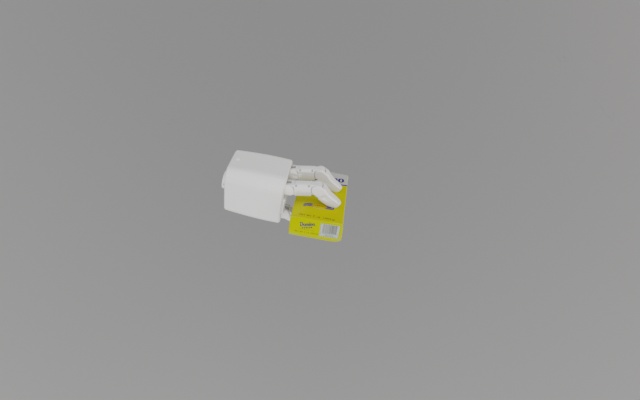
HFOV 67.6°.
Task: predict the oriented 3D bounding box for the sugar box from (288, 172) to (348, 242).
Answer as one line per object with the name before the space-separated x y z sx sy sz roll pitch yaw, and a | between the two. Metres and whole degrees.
sugar box | 0.000 0.002 0.884 0.093 0.048 0.176 10 35 0
